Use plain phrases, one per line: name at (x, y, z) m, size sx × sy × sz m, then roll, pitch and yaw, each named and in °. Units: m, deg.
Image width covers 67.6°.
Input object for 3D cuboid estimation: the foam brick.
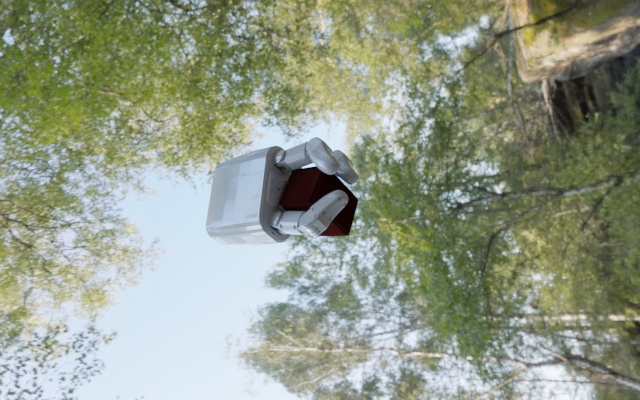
foam brick at (0.000, 0.002, 0.572) m, size 0.051 × 0.053 × 0.078 m, roll -7°, pitch -38°, yaw 39°
